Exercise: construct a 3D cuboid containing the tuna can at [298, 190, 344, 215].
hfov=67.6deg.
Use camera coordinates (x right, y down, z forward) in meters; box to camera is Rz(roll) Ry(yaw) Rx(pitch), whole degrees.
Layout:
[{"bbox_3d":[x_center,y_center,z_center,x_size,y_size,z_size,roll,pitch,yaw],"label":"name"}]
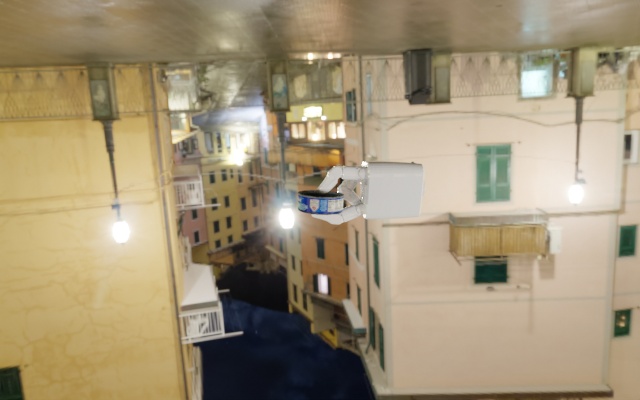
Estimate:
[{"bbox_3d":[0.000,0.003,0.889,0.086,0.034,0.086,3,9,0],"label":"tuna can"}]
